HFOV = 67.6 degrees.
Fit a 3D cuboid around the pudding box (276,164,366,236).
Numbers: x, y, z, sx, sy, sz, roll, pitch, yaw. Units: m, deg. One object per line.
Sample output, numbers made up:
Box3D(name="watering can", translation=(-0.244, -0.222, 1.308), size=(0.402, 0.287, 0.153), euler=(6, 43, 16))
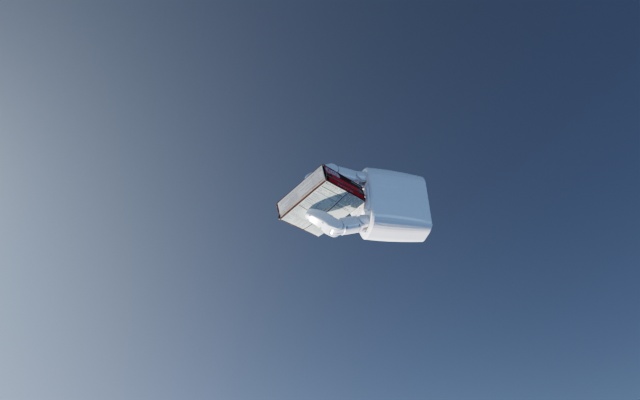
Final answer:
Box3D(name="pudding box", translation=(0.000, 0.003, 0.751), size=(0.090, 0.039, 0.113), euler=(28, -55, -36))
